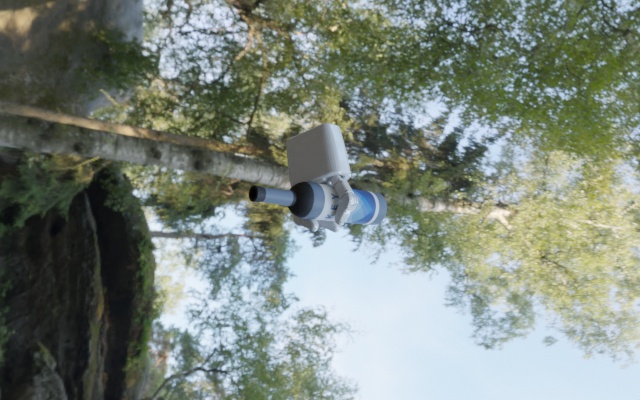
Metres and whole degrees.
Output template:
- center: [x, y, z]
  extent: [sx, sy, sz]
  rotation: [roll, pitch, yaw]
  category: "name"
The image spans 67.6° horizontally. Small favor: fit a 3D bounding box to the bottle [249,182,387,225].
- center: [0.000, 0.003, 0.874]
  extent: [0.296, 0.069, 0.069]
  rotation: [7, -5, -41]
  category: "bottle"
